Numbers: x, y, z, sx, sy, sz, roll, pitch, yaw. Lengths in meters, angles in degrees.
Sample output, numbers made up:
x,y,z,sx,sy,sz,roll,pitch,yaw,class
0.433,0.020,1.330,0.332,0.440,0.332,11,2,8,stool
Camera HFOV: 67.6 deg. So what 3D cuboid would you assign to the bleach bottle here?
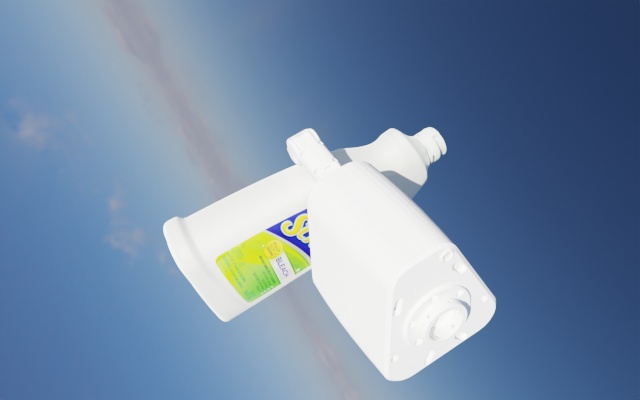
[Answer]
x,y,z,sx,sy,sz,roll,pitch,yaw,class
0.000,0.001,0.422,0.251,0.103,0.068,-31,42,-9,bleach bottle
